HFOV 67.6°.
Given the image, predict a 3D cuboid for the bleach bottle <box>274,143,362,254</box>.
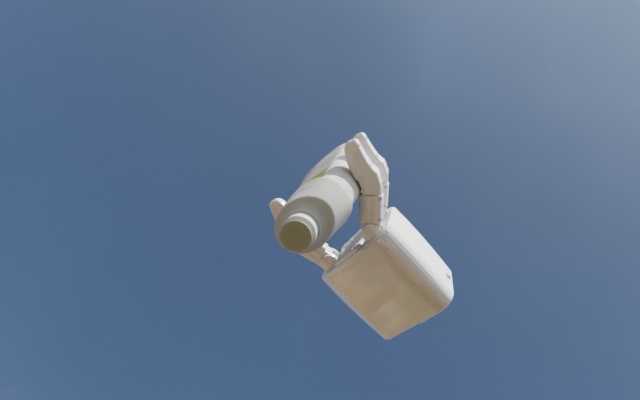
[{"bbox_3d":[0.000,0.002,0.520,0.102,0.068,0.250,-42,3,20],"label":"bleach bottle"}]
